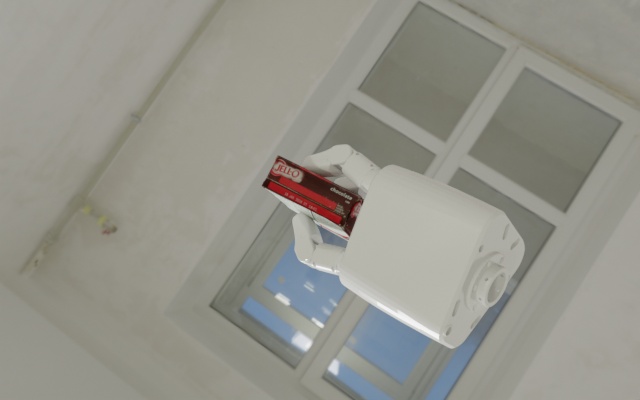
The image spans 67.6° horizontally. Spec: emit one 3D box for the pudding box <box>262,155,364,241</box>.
[{"bbox_3d":[0.000,0.002,0.485,0.090,0.039,0.113,28,-7,15],"label":"pudding box"}]
